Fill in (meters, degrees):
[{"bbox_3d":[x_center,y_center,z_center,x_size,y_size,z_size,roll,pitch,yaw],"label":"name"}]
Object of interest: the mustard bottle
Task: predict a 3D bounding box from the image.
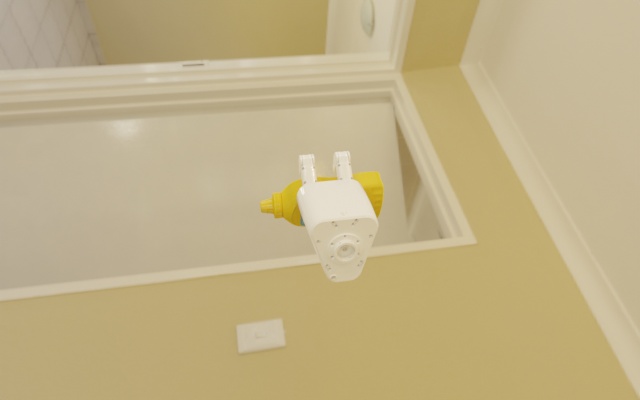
[{"bbox_3d":[0.000,0.002,0.765,0.191,0.058,0.096,-5,-36,-8],"label":"mustard bottle"}]
